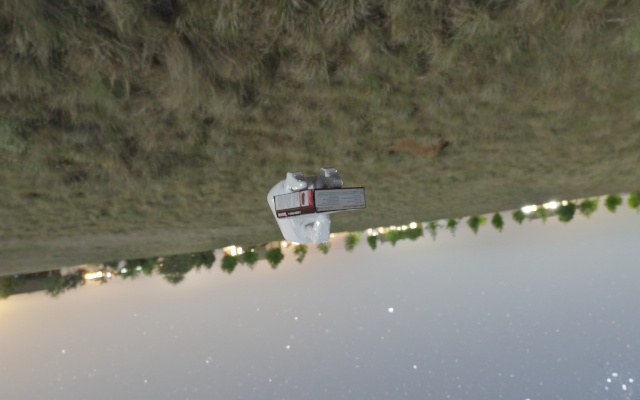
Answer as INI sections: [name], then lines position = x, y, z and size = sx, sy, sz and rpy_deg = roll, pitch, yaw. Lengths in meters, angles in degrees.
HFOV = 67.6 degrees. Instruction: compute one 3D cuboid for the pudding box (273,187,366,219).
[pudding box]
position = 0.000, 0.003, 0.724
size = 0.113, 0.039, 0.090
rpy_deg = -6, -3, -45
